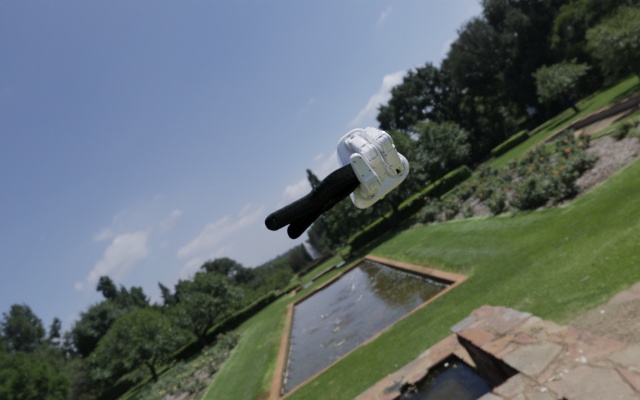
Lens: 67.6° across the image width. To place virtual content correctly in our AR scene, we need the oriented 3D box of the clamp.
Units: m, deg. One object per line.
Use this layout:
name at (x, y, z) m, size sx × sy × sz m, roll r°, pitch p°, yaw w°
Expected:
clamp at (0.000, 0.002, 0.717) m, size 0.171 × 0.039 × 0.120 m, roll -32°, pitch -11°, yaw -4°
